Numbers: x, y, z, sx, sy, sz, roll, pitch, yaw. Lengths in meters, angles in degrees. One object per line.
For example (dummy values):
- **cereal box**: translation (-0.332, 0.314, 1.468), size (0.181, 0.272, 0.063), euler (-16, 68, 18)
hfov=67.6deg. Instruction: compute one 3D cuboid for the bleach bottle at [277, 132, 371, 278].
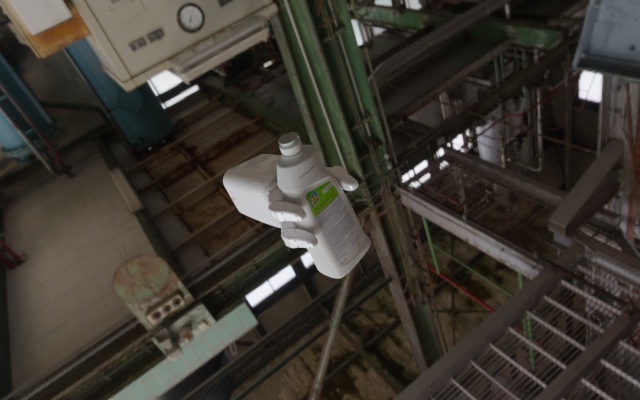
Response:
- **bleach bottle**: translation (0.000, 0.002, 0.730), size (0.068, 0.251, 0.102), euler (15, 51, 40)
